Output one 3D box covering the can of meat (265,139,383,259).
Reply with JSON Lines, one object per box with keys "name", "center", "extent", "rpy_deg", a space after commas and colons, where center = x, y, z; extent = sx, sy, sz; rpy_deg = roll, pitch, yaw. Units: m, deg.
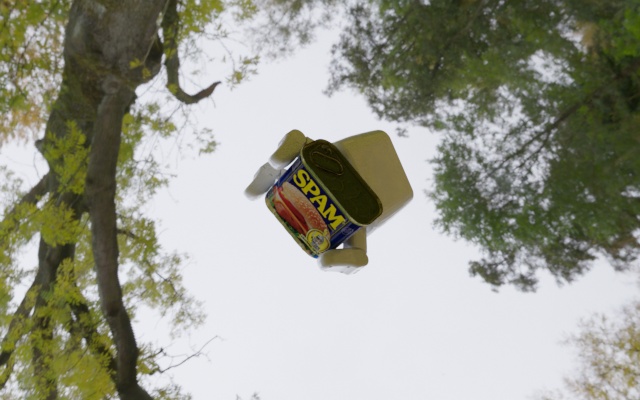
{"name": "can of meat", "center": [0.000, 0.002, 0.502], "extent": [0.084, 0.102, 0.057], "rpy_deg": [-44, -7, 40]}
